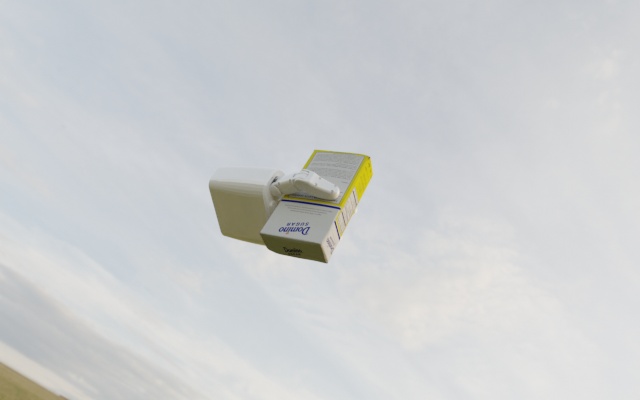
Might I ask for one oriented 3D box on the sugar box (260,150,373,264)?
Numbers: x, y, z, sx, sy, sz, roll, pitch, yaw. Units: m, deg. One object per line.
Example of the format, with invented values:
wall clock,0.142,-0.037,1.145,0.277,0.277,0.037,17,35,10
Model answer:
sugar box,0.000,0.002,0.659,0.093,0.176,0.048,9,-41,27
